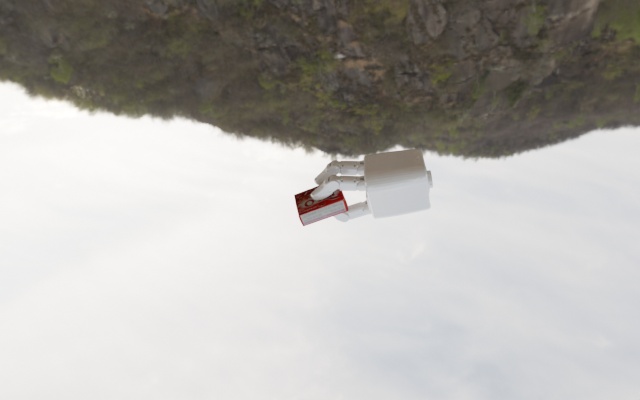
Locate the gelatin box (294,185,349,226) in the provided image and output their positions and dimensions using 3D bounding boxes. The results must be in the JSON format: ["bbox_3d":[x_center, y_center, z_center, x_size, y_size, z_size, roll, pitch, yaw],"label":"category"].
[{"bbox_3d":[0.000,0.003,0.870,0.089,0.030,0.073,-20,33,2],"label":"gelatin box"}]
